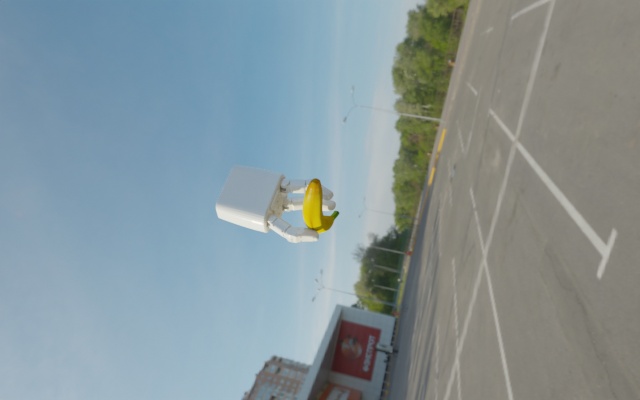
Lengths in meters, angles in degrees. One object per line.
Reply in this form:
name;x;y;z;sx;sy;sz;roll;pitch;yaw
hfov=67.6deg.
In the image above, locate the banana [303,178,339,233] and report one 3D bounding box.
banana;-0.006;0.021;0.877;0.037;0.069;0.198;17;-14;15
